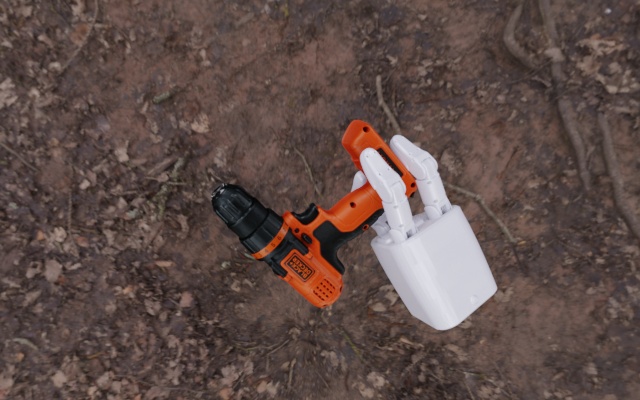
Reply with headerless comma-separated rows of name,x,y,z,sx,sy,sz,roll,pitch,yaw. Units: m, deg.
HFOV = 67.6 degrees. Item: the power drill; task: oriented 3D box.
power drill,0.001,0.002,0.529,0.184,0.187,0.057,46,-2,-21
